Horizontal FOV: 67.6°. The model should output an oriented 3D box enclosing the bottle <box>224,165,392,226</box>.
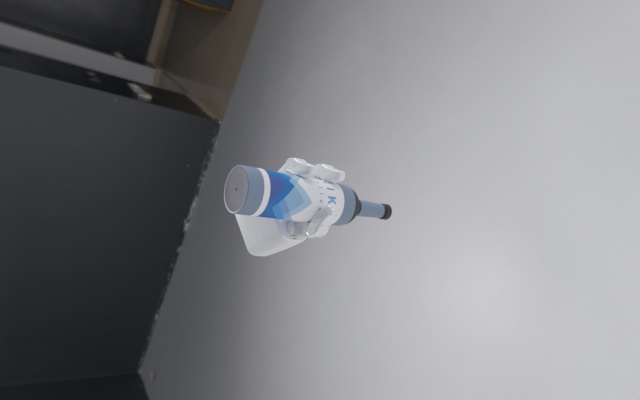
[{"bbox_3d":[0.000,0.002,0.730,0.296,0.069,0.069,9,-6,-39],"label":"bottle"}]
